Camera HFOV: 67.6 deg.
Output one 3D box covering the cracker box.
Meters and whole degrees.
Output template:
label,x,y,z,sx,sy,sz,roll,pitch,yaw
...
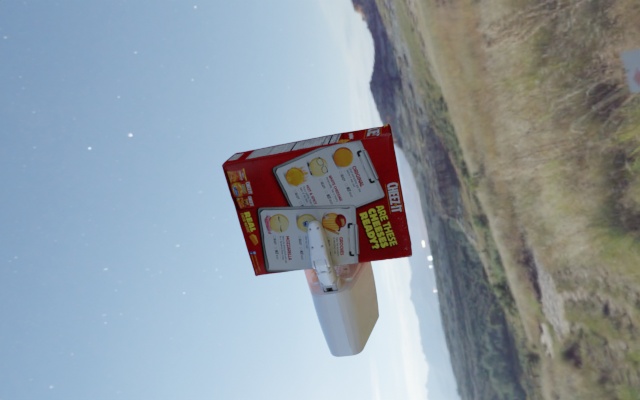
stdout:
label,x,y,z,sx,sy,sz,roll,pitch,yaw
cracker box,0.000,0.002,0.625,0.214,0.164,0.072,-9,20,11
